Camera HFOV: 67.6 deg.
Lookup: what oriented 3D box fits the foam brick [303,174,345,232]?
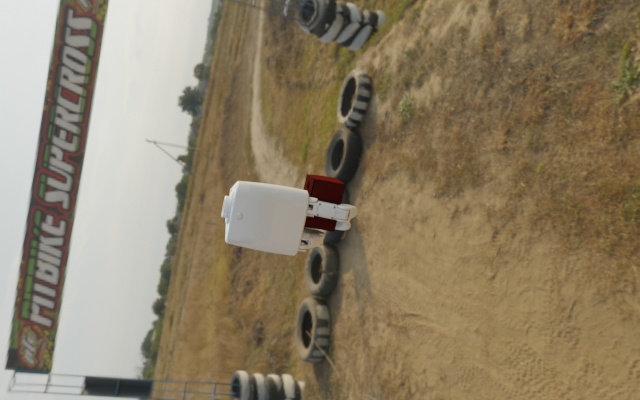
[{"bbox_3d":[0.000,0.002,0.739,0.051,0.078,0.053,10,9,-15],"label":"foam brick"}]
